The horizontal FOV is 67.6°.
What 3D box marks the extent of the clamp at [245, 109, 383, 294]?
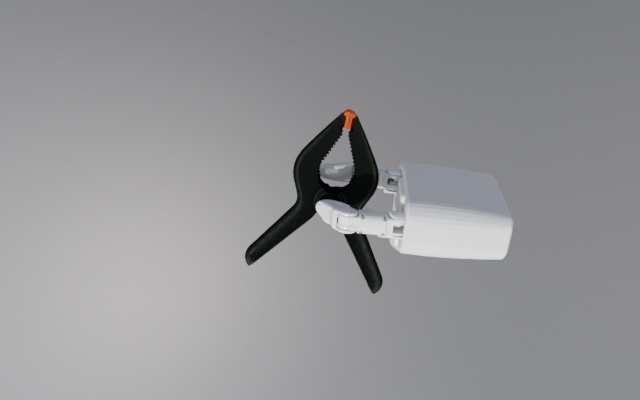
[{"bbox_3d":[0.000,0.002,0.537,0.164,0.210,0.036,6,18,1],"label":"clamp"}]
